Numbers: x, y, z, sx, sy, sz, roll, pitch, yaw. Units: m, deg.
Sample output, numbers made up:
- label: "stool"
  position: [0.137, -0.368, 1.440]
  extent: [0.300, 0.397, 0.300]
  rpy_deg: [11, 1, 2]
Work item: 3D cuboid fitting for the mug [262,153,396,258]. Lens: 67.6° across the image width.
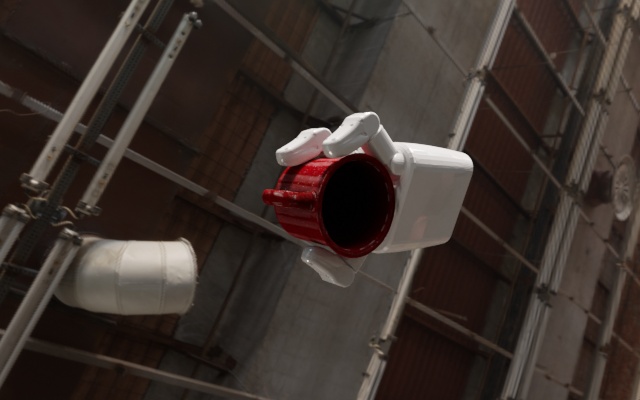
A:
- label: "mug"
  position: [-0.001, 0.001, 0.443]
  extent: [0.117, 0.093, 0.081]
  rpy_deg: [1, 4, -38]
